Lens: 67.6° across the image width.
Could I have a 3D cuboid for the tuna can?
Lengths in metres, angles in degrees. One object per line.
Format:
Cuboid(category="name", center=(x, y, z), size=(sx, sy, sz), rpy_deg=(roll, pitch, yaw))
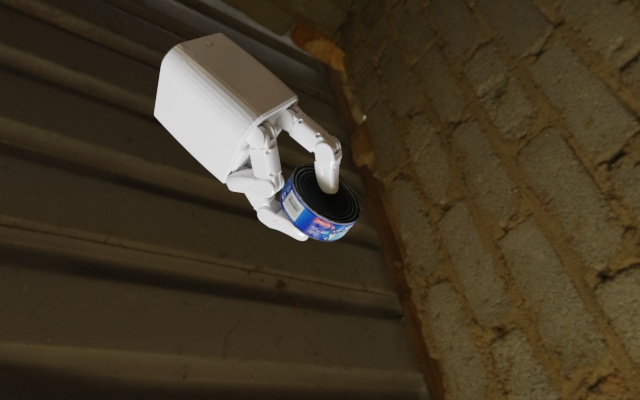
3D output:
Cuboid(category="tuna can", center=(0.000, 0.002, 0.514), size=(0.086, 0.086, 0.034), rpy_deg=(0, -41, -42))
